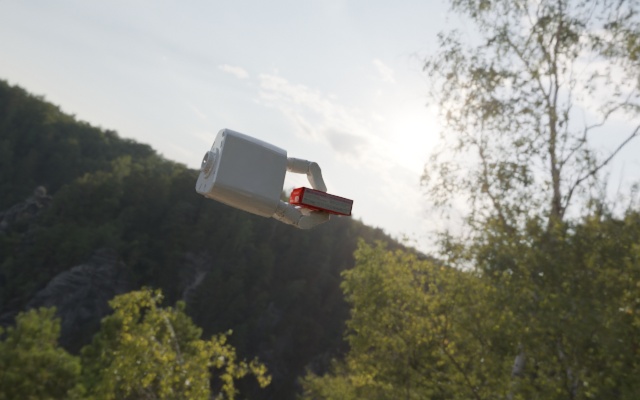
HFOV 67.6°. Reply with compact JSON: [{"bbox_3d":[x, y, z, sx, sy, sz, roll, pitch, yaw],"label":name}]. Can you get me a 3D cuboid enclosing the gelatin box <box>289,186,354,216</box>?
[{"bbox_3d":[0.001,0.002,0.776,0.089,0.030,0.073,14,-4,-15],"label":"gelatin box"}]
